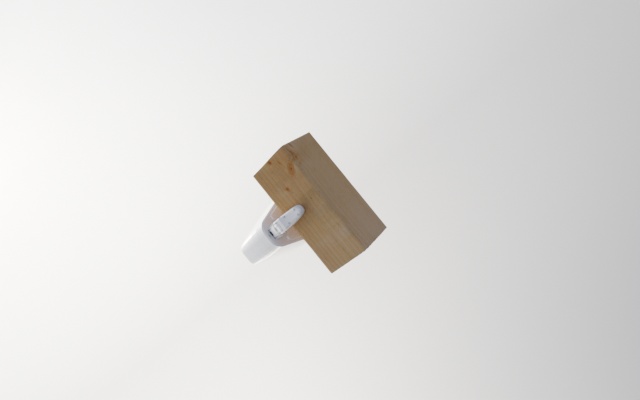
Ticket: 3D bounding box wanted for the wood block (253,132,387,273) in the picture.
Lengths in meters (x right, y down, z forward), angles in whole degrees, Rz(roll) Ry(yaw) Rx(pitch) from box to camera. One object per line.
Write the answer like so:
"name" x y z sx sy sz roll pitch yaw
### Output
"wood block" 0.000 0.003 0.788 0.090 0.206 0.090 -40 -2 37
